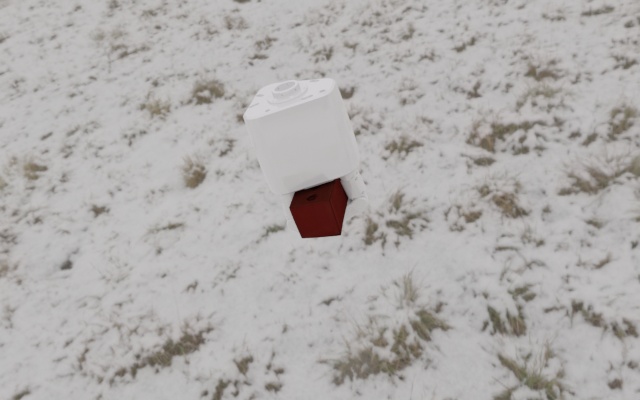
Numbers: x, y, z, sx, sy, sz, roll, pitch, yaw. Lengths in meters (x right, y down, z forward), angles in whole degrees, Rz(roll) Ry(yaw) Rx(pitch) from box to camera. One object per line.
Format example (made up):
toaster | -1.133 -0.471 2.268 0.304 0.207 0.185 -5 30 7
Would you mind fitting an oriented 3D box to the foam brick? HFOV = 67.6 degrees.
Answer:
foam brick | 0.000 0.002 0.591 0.053 0.051 0.078 -8 35 17
